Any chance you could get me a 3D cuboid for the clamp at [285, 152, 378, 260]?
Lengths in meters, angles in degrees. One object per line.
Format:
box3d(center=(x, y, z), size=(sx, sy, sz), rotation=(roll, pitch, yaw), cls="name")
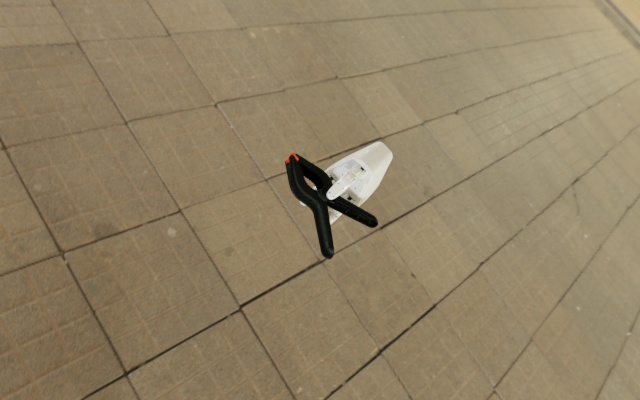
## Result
box3d(center=(0.000, 0.002, 0.874), size=(0.036, 0.210, 0.164), rotation=(-45, -4, 40), cls="clamp")
